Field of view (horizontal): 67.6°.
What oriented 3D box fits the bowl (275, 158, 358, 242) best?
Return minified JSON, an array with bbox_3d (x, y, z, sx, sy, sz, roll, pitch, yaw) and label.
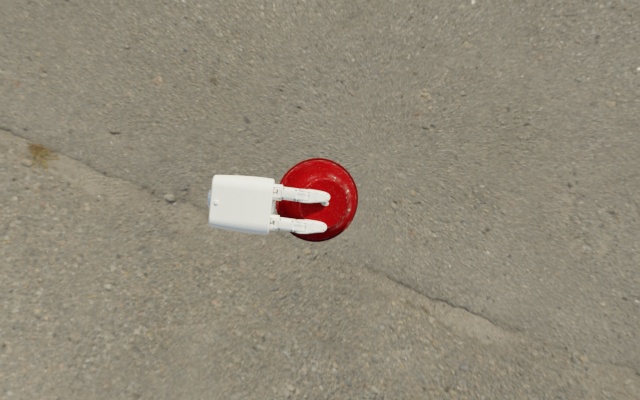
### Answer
[{"bbox_3d":[0.002,0.003,0.884,0.162,0.162,0.055,0,7,-13],"label":"bowl"}]
